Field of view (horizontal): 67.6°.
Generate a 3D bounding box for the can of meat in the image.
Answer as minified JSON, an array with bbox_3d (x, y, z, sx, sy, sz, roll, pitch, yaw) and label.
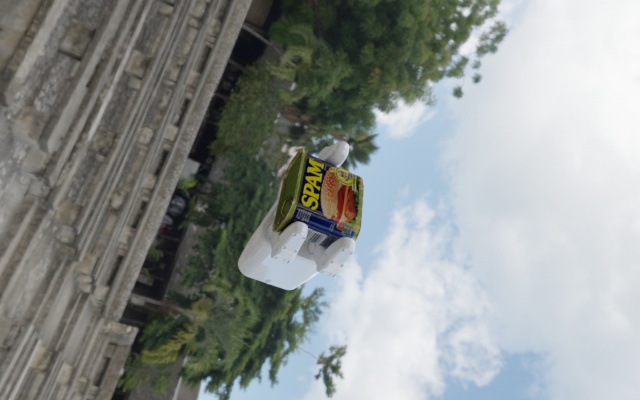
[{"bbox_3d":[0.000,0.002,0.547,0.084,0.102,0.057,22,-41,-16],"label":"can of meat"}]
